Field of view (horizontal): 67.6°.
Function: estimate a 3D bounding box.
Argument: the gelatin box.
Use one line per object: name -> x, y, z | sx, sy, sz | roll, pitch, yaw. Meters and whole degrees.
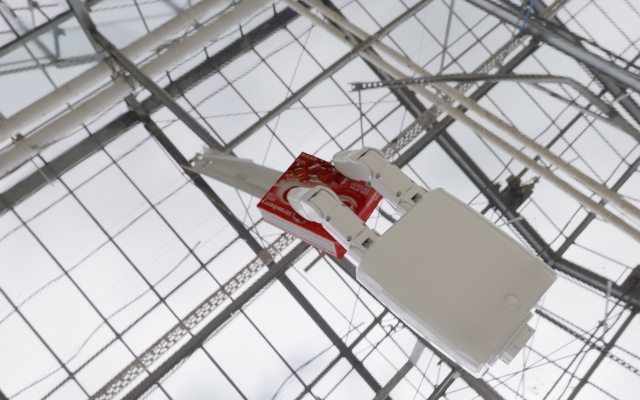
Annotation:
gelatin box -> 0.000, 0.002, 0.428 | 0.089, 0.073, 0.030 | 24, -29, 27
